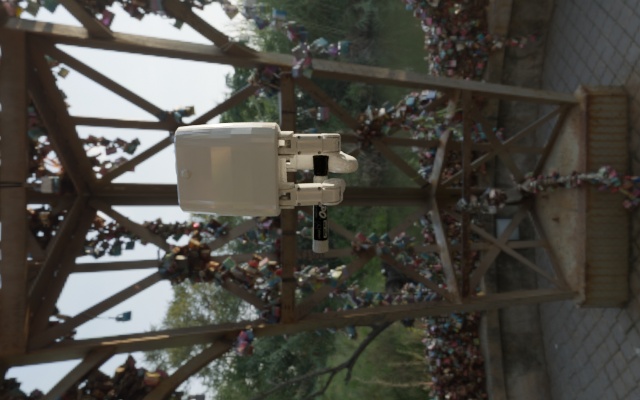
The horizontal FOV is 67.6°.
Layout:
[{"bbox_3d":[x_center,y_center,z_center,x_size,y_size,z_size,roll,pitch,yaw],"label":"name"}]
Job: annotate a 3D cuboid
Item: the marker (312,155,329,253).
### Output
[{"bbox_3d":[0.000,0.002,0.563,0.020,0.121,0.020,0,14,0],"label":"marker"}]
